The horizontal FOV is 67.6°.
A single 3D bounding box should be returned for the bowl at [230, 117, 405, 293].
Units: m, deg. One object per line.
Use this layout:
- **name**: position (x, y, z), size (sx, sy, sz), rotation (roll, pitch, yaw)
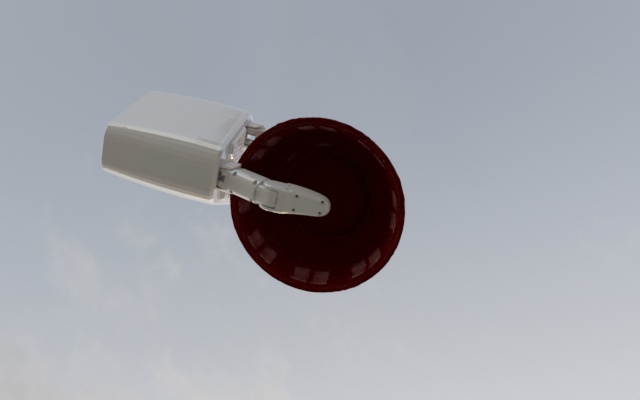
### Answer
- **bowl**: position (0.001, 0.002, 0.448), size (0.162, 0.162, 0.055), rotation (0, 14, 15)
